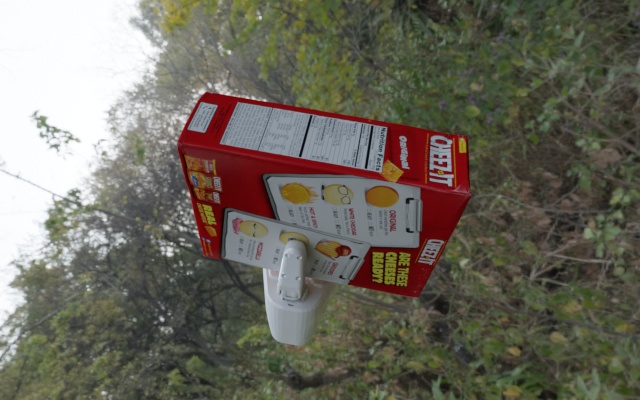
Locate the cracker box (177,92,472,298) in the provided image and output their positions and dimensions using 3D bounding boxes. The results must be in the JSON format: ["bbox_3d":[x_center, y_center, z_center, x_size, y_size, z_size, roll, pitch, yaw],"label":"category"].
[{"bbox_3d":[0.000,0.001,0.416,0.213,0.072,0.164,10,-37,2],"label":"cracker box"}]
